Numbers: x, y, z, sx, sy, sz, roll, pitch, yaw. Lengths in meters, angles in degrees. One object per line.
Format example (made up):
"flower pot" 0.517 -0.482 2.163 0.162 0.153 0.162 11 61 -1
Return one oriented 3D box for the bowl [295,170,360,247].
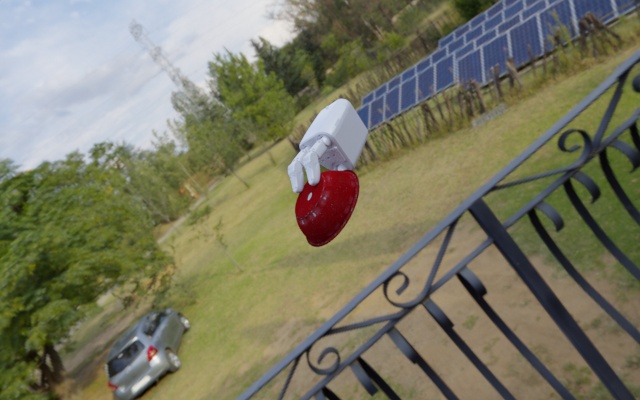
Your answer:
"bowl" 0.000 0.004 0.889 0.055 0.162 0.162 28 -14 -26
